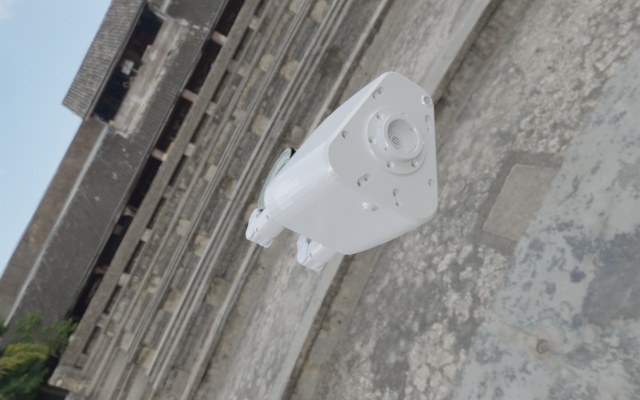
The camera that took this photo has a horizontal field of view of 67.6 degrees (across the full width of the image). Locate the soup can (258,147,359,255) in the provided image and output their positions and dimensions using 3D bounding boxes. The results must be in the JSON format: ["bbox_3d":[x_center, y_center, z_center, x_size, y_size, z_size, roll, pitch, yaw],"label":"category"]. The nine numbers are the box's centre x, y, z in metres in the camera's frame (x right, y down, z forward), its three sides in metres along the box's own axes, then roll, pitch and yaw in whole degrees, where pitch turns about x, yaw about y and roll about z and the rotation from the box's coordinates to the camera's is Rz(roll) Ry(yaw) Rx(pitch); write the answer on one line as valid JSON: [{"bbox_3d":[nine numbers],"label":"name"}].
[{"bbox_3d":[0.000,0.001,0.457,0.102,0.068,0.068,27,-8,-17],"label":"soup can"}]
